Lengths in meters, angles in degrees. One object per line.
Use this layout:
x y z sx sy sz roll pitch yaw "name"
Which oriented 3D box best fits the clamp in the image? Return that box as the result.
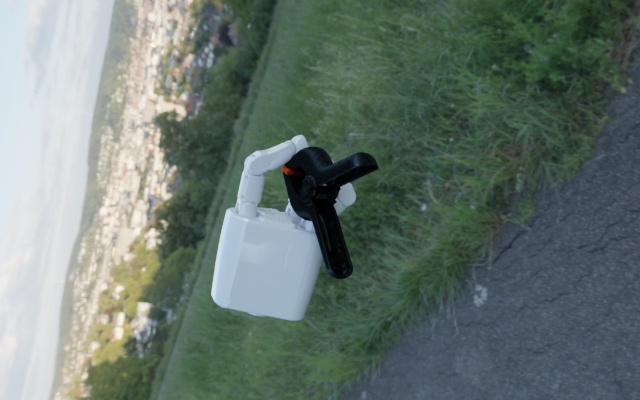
-0.001 0.001 0.489 0.039 0.120 0.171 10 8 -25 "clamp"
